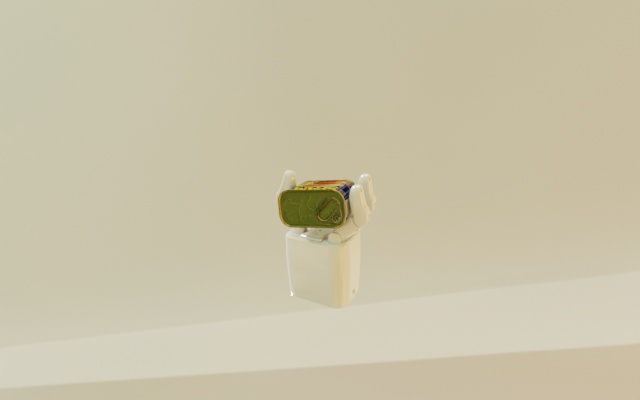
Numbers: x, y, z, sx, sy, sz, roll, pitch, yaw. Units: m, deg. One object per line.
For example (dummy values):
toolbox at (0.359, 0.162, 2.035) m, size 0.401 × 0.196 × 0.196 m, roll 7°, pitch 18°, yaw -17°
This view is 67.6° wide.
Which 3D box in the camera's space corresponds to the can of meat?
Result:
can of meat at (0.000, 0.002, 0.717) m, size 0.102 × 0.057 × 0.084 m, roll 0°, pitch 14°, yaw 20°
